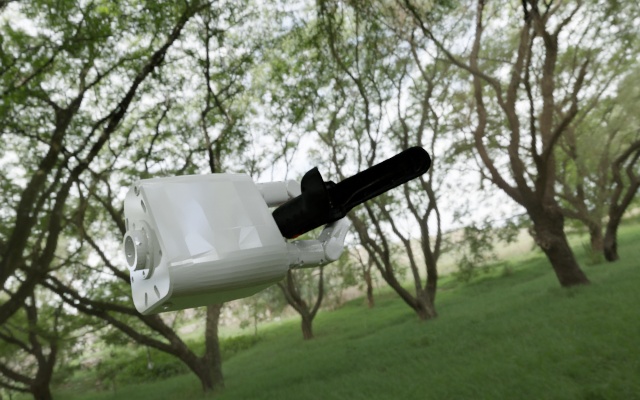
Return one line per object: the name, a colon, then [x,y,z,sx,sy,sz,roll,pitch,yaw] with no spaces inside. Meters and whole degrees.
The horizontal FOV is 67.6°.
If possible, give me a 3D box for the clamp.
clamp: [0.000,0.001,0.413,0.120,0.039,0.171,-4,-20,-40]
